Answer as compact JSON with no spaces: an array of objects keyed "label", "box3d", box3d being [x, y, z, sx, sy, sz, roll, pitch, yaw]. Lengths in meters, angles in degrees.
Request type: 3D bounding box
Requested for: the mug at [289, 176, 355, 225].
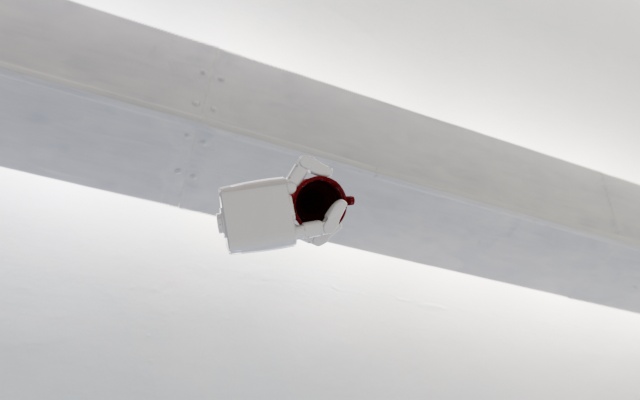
[{"label":"mug","box3d":[0.001,0.002,0.815,0.117,0.093,0.081,-7,6,-15]}]
